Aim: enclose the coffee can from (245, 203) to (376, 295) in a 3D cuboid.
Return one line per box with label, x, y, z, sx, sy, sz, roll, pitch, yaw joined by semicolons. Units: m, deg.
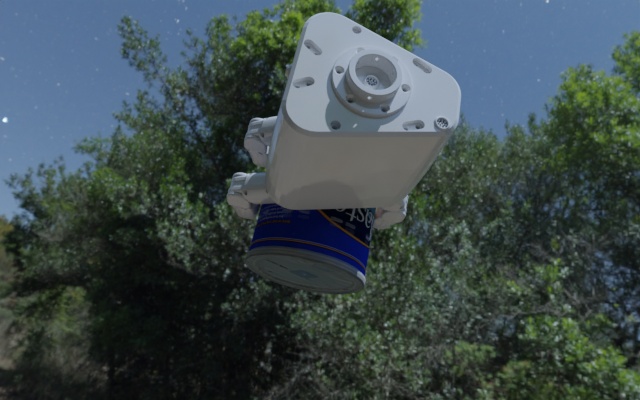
coffee can;0.000;0.002;0.428;0.103;0.140;0.103;10;-24;5
